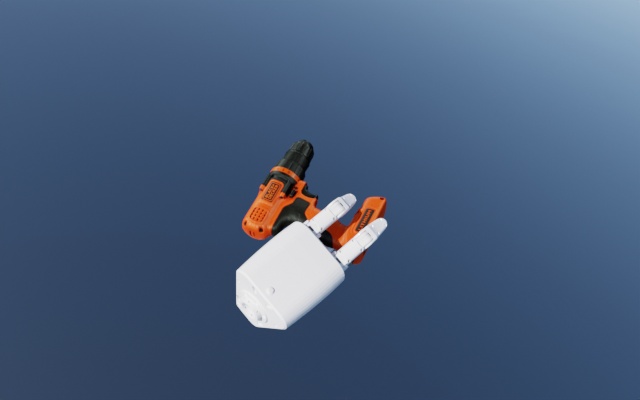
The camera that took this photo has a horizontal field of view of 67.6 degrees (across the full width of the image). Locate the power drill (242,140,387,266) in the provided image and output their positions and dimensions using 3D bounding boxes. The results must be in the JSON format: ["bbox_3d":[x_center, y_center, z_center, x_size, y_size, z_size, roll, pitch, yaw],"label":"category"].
[{"bbox_3d":[0.000,0.003,0.721,0.187,0.184,0.057,21,-26,16],"label":"power drill"}]
